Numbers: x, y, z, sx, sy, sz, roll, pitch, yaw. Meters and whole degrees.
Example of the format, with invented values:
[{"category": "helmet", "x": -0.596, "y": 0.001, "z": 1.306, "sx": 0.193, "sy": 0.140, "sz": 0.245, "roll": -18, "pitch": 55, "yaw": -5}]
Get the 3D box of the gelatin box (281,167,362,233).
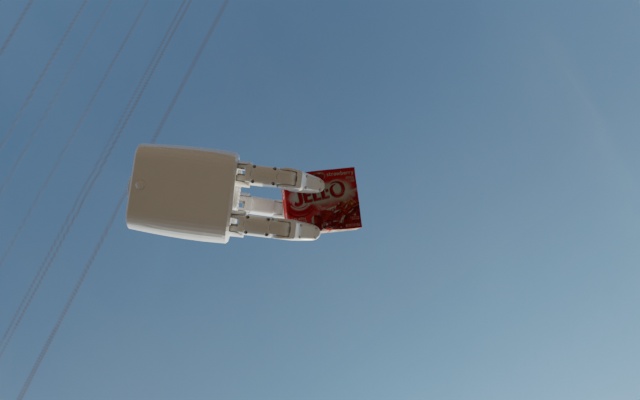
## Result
[{"category": "gelatin box", "x": 0.000, "y": 0.002, "z": 0.564, "sx": 0.089, "sy": 0.073, "sz": 0.030, "roll": -6, "pitch": -7, "yaw": -12}]
